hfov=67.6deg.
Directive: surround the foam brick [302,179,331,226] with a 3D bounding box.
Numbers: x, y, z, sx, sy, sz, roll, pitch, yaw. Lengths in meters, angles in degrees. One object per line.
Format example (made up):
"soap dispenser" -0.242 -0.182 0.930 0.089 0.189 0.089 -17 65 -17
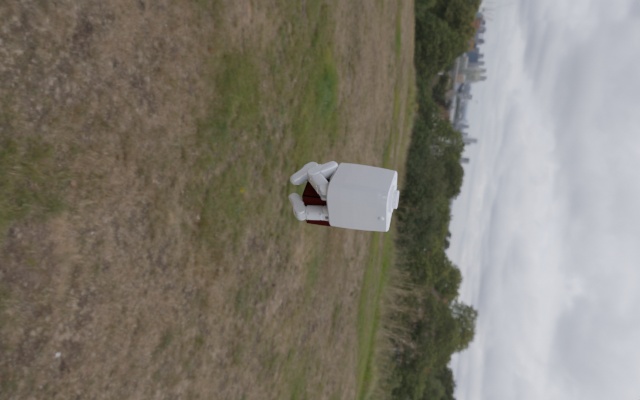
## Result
"foam brick" 0.000 0.003 0.897 0.051 0.053 0.078 7 -42 13
